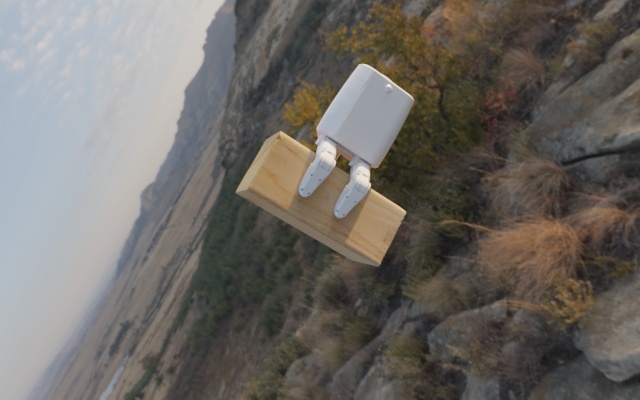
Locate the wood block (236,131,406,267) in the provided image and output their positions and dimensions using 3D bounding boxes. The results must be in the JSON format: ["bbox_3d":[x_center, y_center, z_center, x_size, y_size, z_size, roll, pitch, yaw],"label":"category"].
[{"bbox_3d":[0.000,0.002,0.661,0.206,0.090,0.091,31,-10,-16],"label":"wood block"}]
